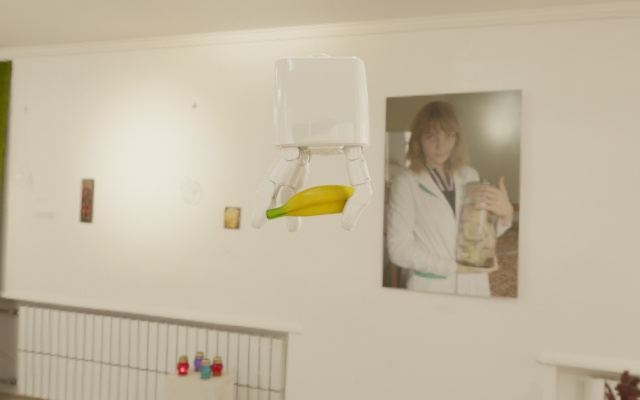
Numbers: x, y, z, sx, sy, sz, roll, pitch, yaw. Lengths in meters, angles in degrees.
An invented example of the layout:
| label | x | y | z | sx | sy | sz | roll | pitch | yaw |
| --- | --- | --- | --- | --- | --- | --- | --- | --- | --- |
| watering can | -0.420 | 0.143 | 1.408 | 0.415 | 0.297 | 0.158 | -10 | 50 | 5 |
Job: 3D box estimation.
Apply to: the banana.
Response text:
| label | x | y | z | sx | sy | sz | roll | pitch | yaw |
| --- | --- | --- | --- | --- | --- | --- | --- | --- | --- |
| banana | 0.014 | 0.000 | 0.616 | 0.069 | 0.037 | 0.198 | -7 | -3 | 32 |
